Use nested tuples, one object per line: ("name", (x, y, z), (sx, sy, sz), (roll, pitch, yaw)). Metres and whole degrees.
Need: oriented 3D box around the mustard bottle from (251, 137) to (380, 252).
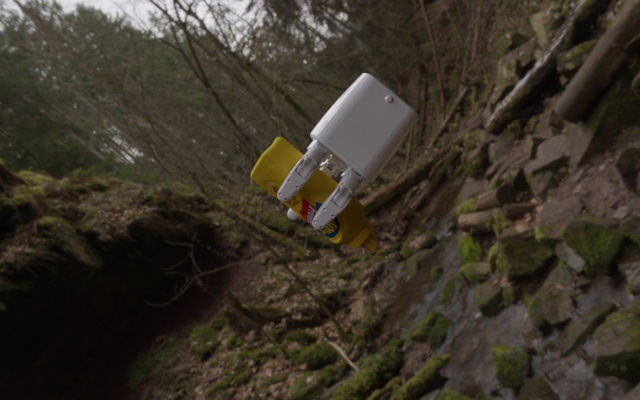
("mustard bottle", (0.000, 0.002, 0.631), (0.191, 0.058, 0.096), (39, -26, -4))
